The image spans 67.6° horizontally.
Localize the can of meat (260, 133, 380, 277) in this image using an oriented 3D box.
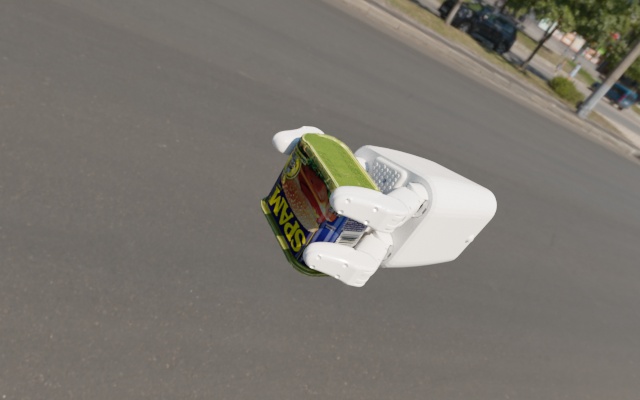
[{"bbox_3d":[0.000,0.001,0.419,0.057,0.084,0.102,7,37,-38],"label":"can of meat"}]
